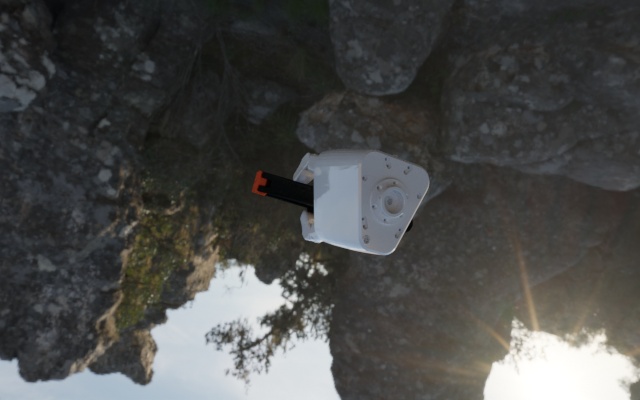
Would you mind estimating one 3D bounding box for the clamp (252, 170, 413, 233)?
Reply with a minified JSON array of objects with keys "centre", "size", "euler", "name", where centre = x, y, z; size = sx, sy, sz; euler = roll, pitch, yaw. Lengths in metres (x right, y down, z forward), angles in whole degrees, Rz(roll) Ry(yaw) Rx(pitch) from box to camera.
[{"centre":[0.000,0.003,0.660],"size":[0.210,0.036,0.164],"euler":[17,-5,-25],"name":"clamp"}]
